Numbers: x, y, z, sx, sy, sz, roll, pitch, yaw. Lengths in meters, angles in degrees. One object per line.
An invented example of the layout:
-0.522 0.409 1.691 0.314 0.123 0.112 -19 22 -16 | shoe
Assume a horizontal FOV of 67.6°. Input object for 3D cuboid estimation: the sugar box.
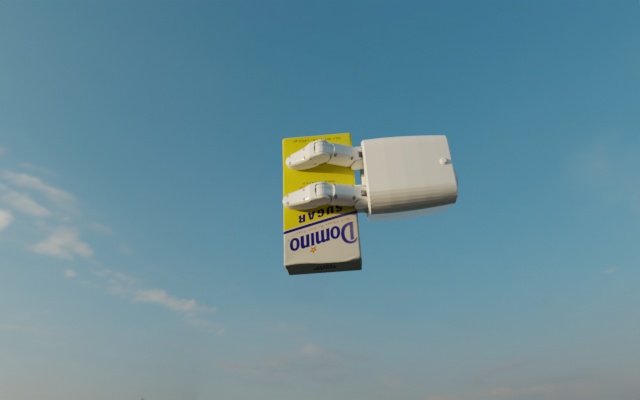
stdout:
0.000 0.002 0.603 0.093 0.176 0.048 -5 -28 4 | sugar box
